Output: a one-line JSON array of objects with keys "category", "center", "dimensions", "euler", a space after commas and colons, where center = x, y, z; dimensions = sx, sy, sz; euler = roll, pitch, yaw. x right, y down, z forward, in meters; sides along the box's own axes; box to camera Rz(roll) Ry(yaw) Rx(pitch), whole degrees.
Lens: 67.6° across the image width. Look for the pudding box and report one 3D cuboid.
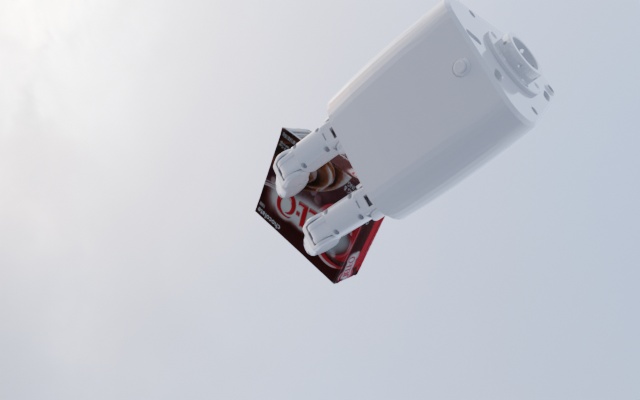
[{"category": "pudding box", "center": [0.000, 0.001, 0.412], "dimensions": [0.039, 0.090, 0.113], "euler": [-9, 40, -46]}]
